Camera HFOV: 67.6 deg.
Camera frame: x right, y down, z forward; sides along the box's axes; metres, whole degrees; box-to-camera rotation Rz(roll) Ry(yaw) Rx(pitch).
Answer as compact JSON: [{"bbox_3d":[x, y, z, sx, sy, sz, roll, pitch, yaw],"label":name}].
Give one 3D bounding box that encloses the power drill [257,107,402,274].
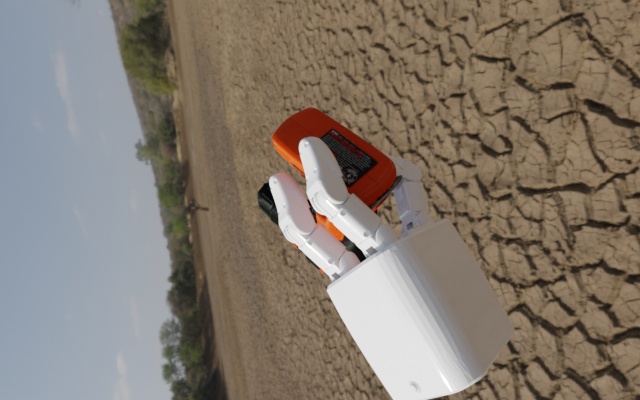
[{"bbox_3d":[0.000,0.001,0.462,0.184,0.057,0.188,37,-24,21],"label":"power drill"}]
